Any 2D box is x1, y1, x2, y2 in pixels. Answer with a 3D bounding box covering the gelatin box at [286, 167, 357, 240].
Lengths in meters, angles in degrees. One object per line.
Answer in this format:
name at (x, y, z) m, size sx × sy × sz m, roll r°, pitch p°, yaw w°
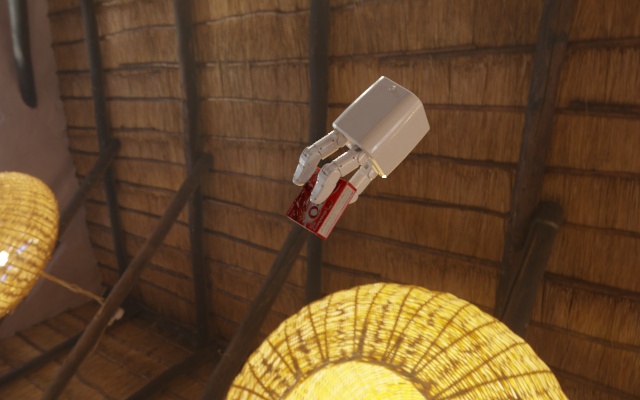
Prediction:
gelatin box at (0.000, 0.003, 0.704) m, size 0.073 × 0.089 × 0.030 m, roll 29°, pitch -5°, yaw 42°
